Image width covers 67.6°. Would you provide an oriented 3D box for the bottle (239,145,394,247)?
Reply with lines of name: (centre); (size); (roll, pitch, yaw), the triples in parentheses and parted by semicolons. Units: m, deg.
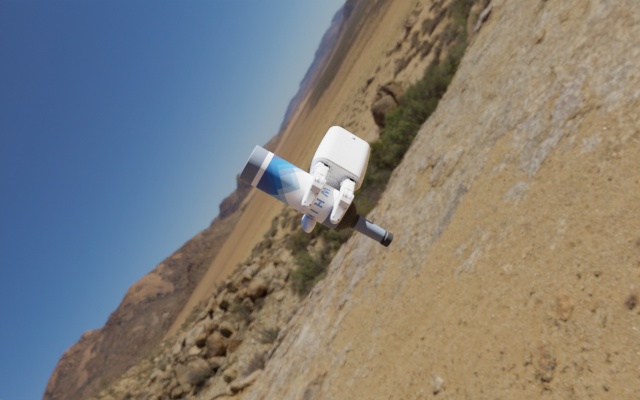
bottle: (0.000, 0.003, 0.857); (0.296, 0.069, 0.069); (29, -5, -8)
